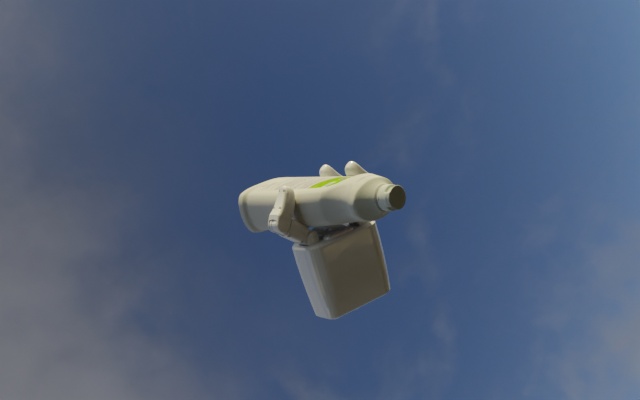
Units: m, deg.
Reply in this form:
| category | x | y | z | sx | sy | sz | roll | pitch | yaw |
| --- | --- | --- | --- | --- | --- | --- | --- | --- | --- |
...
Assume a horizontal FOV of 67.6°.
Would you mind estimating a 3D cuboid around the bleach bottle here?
| category | x | y | z | sx | sy | sz | roll | pitch | yaw |
| --- | --- | --- | --- | --- | --- | --- | --- | --- | --- |
| bleach bottle | 0.000 | 0.002 | 0.626 | 0.102 | 0.068 | 0.251 | -27 | 16 | -37 |
